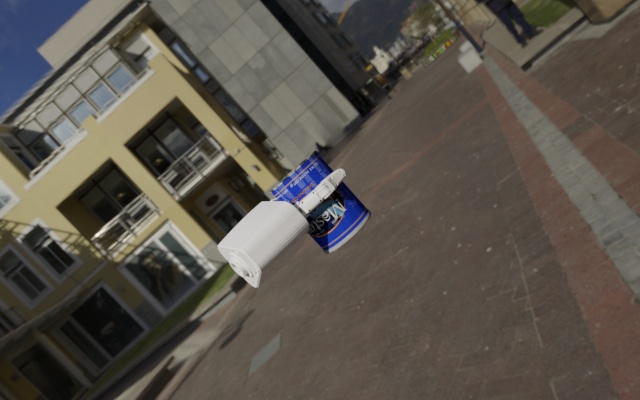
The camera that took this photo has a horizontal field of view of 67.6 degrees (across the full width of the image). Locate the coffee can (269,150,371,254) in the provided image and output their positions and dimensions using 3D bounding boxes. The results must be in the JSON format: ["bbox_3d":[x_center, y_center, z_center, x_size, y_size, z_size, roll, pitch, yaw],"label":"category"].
[{"bbox_3d":[0.000,0.003,0.789,0.103,0.140,0.103,-42,5,5],"label":"coffee can"}]
